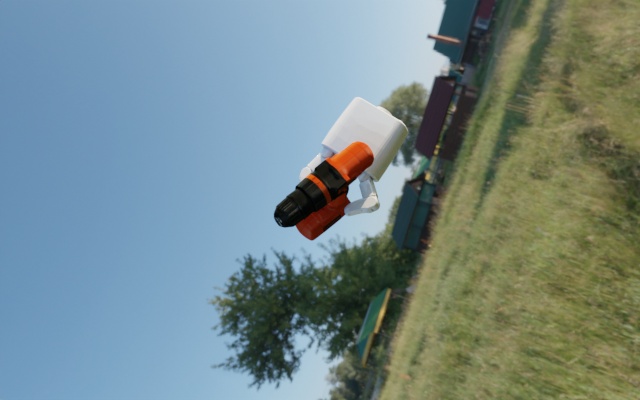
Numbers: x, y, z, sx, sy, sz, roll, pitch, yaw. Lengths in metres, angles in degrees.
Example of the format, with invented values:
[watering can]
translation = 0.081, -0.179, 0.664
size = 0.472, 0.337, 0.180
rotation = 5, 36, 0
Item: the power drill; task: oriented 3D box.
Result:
[power drill]
translation = 0.000, 0.002, 0.771
size = 0.184, 0.057, 0.188
rotation = -38, -13, -18
